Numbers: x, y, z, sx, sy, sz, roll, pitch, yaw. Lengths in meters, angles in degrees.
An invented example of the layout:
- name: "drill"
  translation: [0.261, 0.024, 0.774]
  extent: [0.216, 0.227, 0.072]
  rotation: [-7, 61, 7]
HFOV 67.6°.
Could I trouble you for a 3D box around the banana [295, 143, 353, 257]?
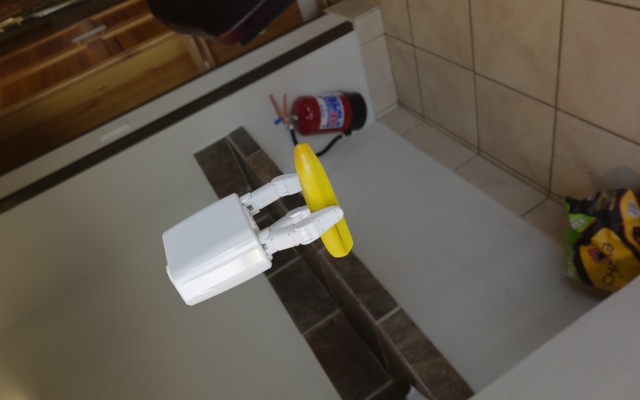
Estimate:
- name: "banana"
  translation: [0.007, 0.016, 0.598]
  extent: [0.037, 0.069, 0.198]
  rotation: [-25, -43, -2]
